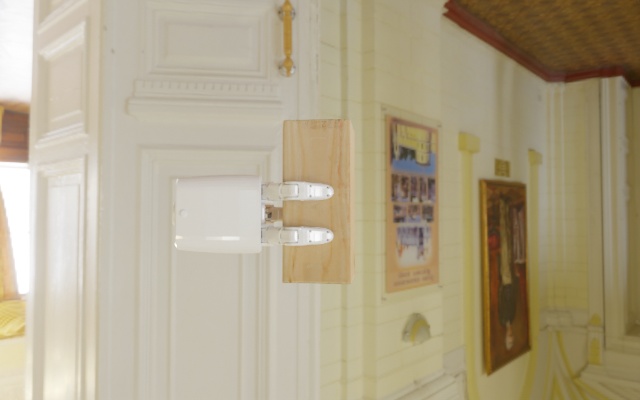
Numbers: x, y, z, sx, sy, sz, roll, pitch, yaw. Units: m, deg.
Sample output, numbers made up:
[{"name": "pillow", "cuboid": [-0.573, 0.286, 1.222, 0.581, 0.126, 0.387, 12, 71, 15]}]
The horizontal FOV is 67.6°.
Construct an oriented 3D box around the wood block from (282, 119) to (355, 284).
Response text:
[{"name": "wood block", "cuboid": [0.000, 0.002, 0.641, 0.090, 0.206, 0.091, 0, -2, 7]}]
